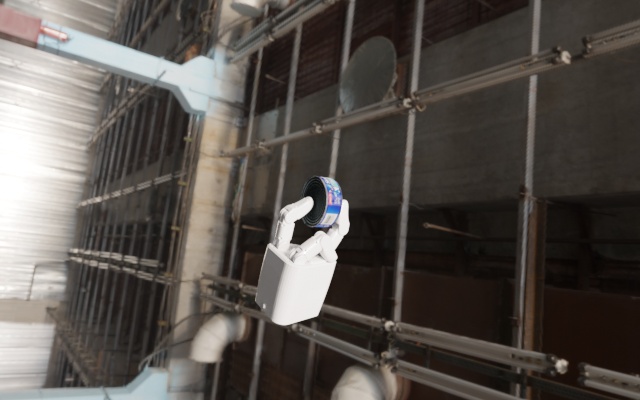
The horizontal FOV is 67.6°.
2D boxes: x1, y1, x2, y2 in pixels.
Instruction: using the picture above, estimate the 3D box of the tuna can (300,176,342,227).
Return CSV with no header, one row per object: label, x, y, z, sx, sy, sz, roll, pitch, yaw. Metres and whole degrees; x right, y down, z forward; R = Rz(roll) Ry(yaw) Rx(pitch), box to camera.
tuna can,0.001,0.003,0.804,0.034,0.086,0.086,5,-3,-32
